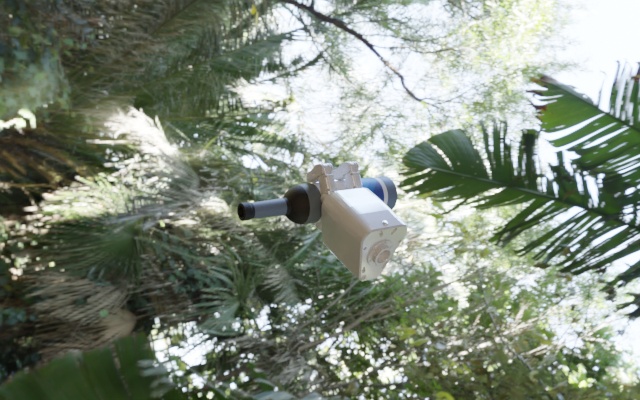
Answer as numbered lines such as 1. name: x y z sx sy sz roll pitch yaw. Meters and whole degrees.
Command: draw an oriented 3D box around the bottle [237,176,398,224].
1. bottle: 0.000 0.003 0.804 0.295 0.069 0.069 -7 4 -35
